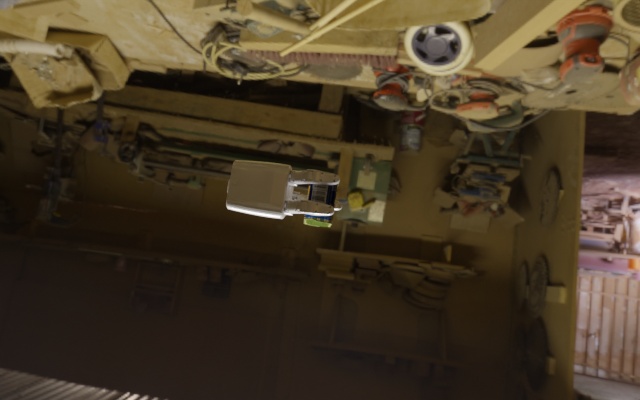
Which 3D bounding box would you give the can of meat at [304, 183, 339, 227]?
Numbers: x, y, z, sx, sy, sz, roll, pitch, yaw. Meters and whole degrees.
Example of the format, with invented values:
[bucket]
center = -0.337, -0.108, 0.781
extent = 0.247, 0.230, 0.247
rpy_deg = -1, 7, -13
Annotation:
[can of meat]
center = 0.000, 0.003, 0.885
extent = 0.057, 0.084, 0.102
rpy_deg = 9, -9, 0
